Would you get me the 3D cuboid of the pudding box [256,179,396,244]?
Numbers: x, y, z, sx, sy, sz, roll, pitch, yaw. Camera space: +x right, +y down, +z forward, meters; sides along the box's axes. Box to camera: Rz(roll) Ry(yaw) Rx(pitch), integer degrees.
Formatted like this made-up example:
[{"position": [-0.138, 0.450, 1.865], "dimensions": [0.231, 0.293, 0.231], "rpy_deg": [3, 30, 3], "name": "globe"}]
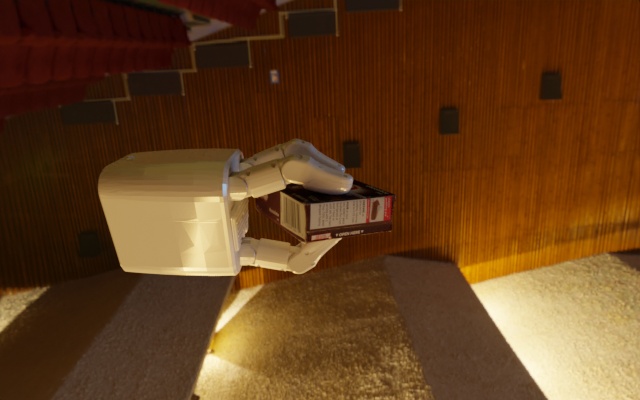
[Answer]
[{"position": [0.000, 0.002, 0.442], "dimensions": [0.090, 0.039, 0.113], "rpy_deg": [-6, 19, -27], "name": "pudding box"}]
